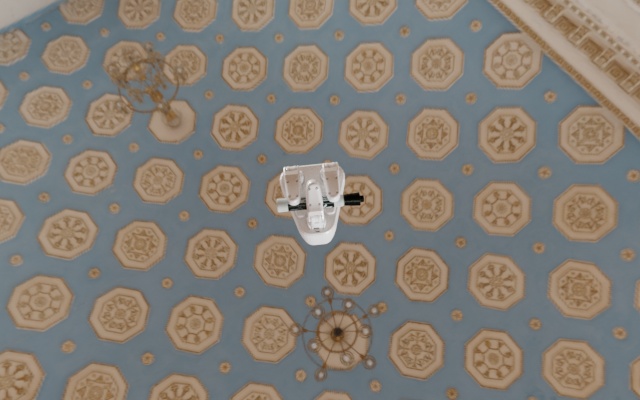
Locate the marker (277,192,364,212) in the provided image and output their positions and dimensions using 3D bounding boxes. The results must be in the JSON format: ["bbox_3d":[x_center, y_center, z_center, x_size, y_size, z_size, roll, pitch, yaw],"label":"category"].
[{"bbox_3d":[0.000,0.002,0.664,0.121,0.020,0.020,-5,0,0],"label":"marker"}]
